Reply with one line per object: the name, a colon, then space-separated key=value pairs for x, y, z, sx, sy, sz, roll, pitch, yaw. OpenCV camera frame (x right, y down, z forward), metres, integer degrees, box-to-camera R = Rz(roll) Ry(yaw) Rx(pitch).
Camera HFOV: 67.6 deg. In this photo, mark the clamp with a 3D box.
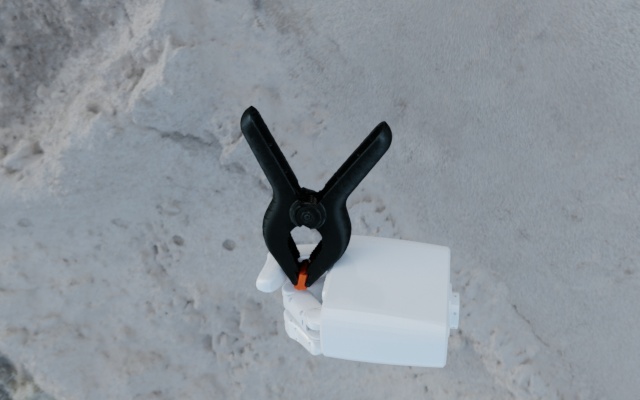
clamp: x=0.000 y=0.002 z=0.410 sx=0.120 sy=0.172 sz=0.039 roll=2 pitch=30 yaw=11
